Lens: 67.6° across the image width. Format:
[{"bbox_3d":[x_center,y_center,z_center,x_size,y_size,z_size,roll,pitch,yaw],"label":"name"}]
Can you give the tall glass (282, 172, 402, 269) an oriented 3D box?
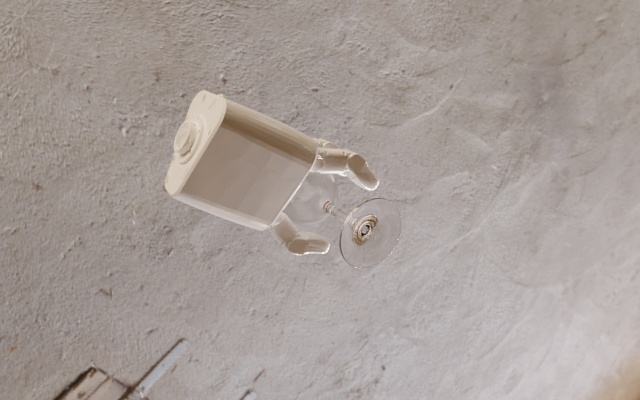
[{"bbox_3d":[0.001,0.002,0.547,0.079,0.079,0.201,0,18,-32],"label":"tall glass"}]
